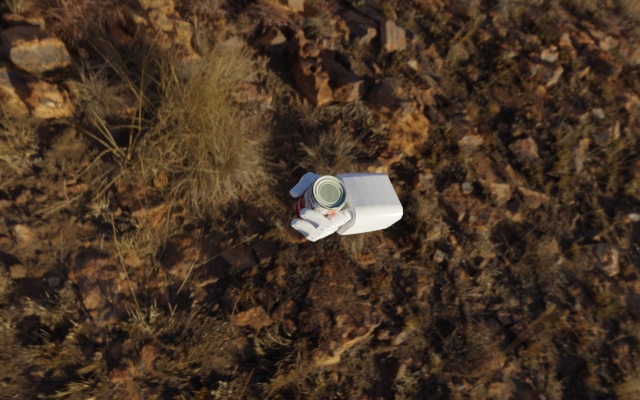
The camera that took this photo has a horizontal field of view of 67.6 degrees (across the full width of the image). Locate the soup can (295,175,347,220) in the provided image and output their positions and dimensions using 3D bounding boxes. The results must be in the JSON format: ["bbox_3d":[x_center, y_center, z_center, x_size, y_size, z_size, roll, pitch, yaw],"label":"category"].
[{"bbox_3d":[0.000,0.003,0.887,0.068,0.068,0.102,0,-20,-21],"label":"soup can"}]
